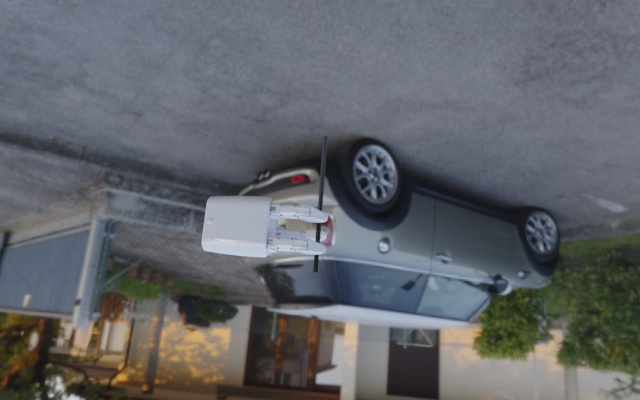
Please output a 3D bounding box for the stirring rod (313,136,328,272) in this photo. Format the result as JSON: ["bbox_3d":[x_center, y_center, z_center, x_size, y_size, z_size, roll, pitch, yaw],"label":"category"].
[{"bbox_3d":[0.000,0.003,0.823,0.011,0.239,0.011,4,-14,1],"label":"stirring rod"}]
